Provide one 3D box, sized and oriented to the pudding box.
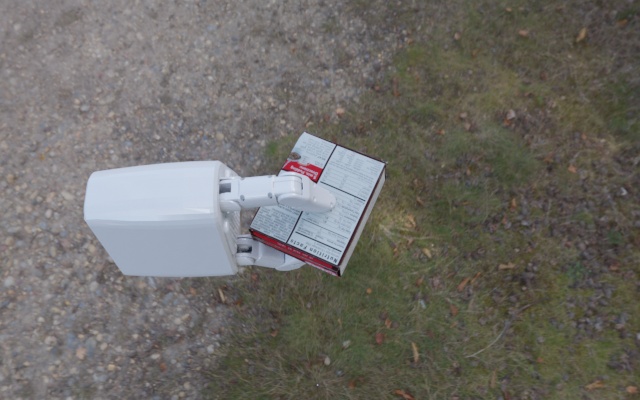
[{"bbox_3d":[0.000,0.001,0.437,0.090,0.113,0.039,23,-18,11],"label":"pudding box"}]
